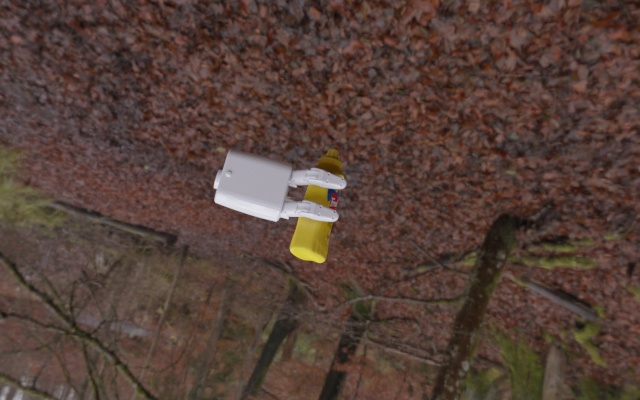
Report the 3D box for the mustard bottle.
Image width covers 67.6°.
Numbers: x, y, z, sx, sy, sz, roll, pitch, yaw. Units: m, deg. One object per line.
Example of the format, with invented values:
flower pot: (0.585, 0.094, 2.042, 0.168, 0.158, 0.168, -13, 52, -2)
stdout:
mustard bottle: (0.000, 0.003, 0.801, 0.058, 0.191, 0.096, 9, -16, 15)
